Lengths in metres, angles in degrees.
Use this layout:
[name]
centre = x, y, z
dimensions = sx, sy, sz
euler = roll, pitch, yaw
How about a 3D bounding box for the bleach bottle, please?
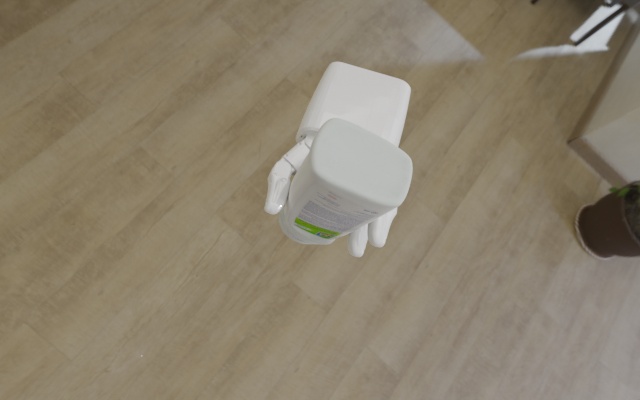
[bleach bottle]
centre = 0.000, 0.002, 0.539
dimensions = 0.102, 0.068, 0.251
euler = 24, -23, -12
